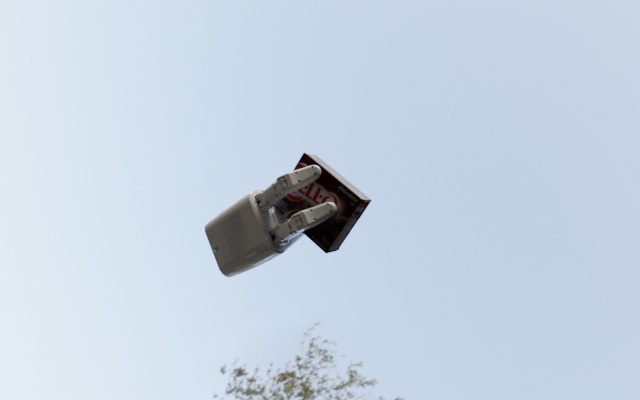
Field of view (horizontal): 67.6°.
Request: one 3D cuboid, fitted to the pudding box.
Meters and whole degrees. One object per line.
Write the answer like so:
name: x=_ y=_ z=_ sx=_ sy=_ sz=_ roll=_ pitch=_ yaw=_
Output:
pudding box: x=0.000 y=0.002 z=0.651 sx=0.113 sy=0.090 sz=0.039 roll=39 pitch=19 yaw=23
